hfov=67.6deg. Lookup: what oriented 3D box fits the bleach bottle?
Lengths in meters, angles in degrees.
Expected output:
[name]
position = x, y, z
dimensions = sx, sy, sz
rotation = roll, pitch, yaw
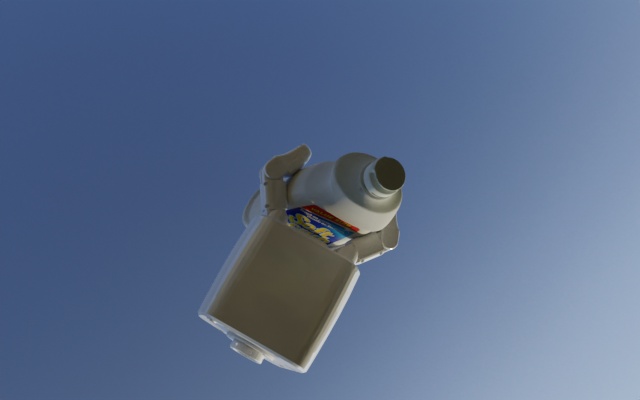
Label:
[bleach bottle]
position = 0.000, 0.002, 0.489
dimensions = 0.102, 0.068, 0.251
rotation = 37, -24, -11
